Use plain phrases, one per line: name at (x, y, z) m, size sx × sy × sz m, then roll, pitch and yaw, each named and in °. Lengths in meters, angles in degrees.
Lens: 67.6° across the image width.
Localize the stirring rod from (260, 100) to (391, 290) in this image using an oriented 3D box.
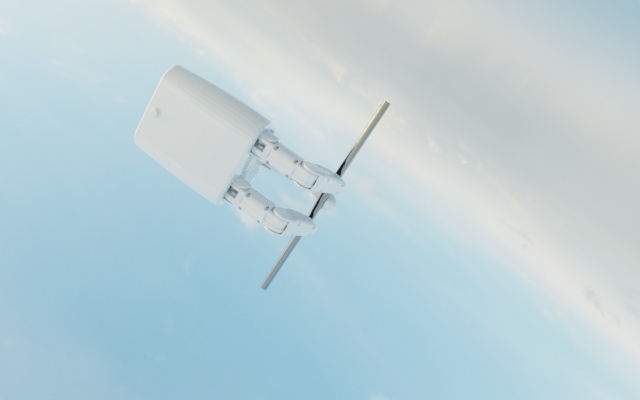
stirring rod at (0.000, 0.001, 0.491) m, size 0.011 × 0.239 × 0.011 m, roll 30°, pitch 19°, yaw -11°
